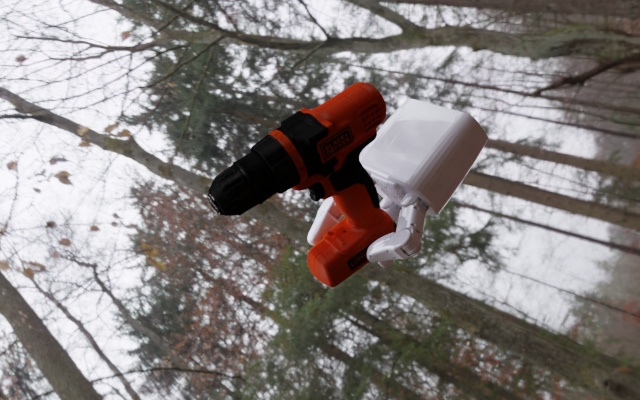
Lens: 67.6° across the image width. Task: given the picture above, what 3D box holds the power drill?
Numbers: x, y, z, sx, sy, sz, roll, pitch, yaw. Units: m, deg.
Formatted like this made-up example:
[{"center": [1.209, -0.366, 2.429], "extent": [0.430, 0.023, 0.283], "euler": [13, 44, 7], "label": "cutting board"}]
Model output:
[{"center": [0.000, 0.002, 0.471], "extent": [0.184, 0.188, 0.057], "euler": [-34, 44, -14], "label": "power drill"}]
